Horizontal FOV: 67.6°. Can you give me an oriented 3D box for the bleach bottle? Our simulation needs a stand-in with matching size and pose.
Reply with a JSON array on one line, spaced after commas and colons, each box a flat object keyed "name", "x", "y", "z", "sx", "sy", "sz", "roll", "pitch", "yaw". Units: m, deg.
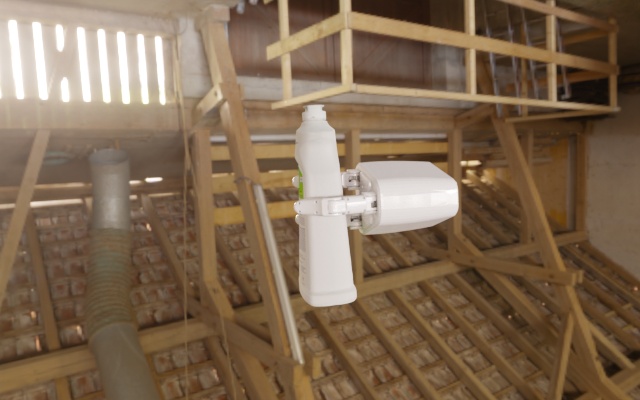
[{"name": "bleach bottle", "x": 0.000, "y": 0.002, "z": 0.625, "sx": 0.068, "sy": 0.251, "sz": 0.102, "roll": -4, "pitch": 5, "yaw": -12}]
